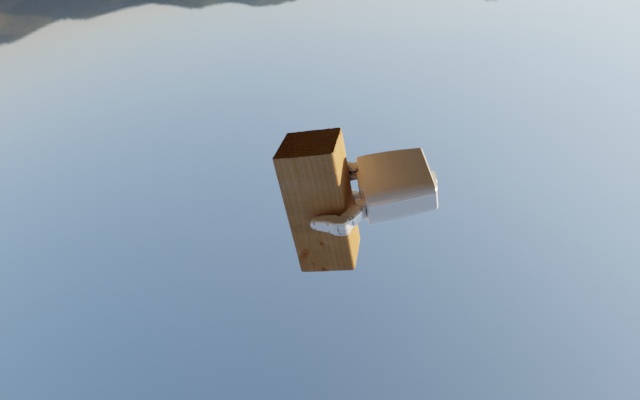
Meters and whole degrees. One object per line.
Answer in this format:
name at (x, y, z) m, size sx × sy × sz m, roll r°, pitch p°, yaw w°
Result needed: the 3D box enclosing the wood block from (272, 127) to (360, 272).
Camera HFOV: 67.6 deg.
wood block at (0.000, 0.003, 0.743) m, size 0.090 × 0.206 × 0.090 m, roll -4°, pitch 31°, yaw 14°
